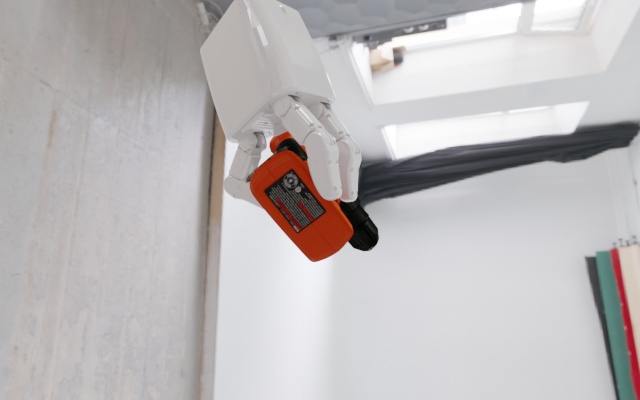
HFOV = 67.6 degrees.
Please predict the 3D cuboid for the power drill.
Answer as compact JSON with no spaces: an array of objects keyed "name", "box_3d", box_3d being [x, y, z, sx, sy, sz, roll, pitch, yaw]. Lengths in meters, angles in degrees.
[{"name":"power drill","box_3d":[0.000,0.002,0.519,0.057,0.184,0.187,-40,5,10]}]
